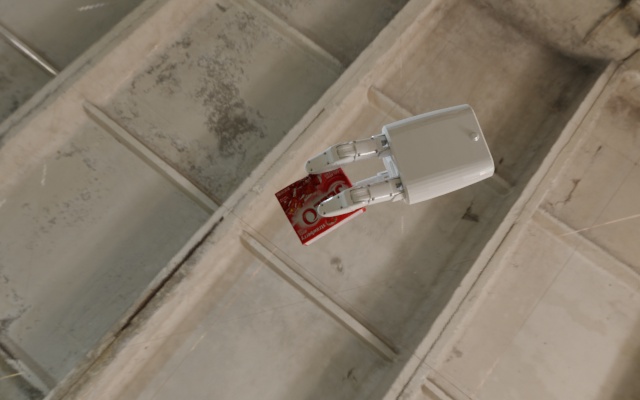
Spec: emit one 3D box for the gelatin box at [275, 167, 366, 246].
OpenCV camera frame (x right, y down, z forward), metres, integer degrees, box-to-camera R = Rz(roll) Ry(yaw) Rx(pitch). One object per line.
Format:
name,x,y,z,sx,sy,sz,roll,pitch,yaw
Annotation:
gelatin box,0.000,0.002,0.584,0.089,0.073,0.030,-31,-13,4
